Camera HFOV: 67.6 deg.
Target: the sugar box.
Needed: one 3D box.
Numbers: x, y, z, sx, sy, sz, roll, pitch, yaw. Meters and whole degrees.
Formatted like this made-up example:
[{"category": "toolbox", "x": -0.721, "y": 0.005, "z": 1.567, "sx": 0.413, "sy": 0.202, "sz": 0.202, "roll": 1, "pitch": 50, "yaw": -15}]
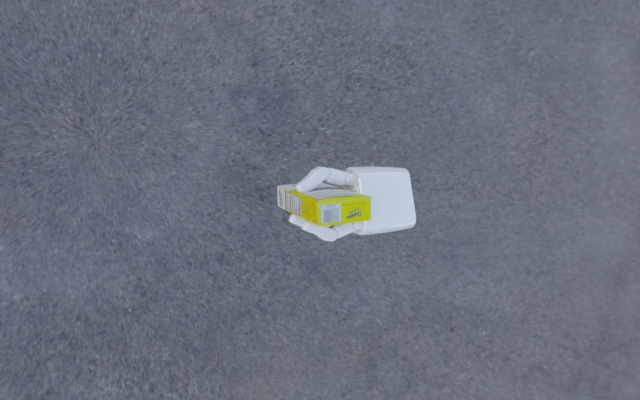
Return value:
[{"category": "sugar box", "x": 0.000, "y": 0.003, "z": 0.797, "sx": 0.093, "sy": 0.048, "sz": 0.176, "roll": -4, "pitch": 8, "yaw": -24}]
